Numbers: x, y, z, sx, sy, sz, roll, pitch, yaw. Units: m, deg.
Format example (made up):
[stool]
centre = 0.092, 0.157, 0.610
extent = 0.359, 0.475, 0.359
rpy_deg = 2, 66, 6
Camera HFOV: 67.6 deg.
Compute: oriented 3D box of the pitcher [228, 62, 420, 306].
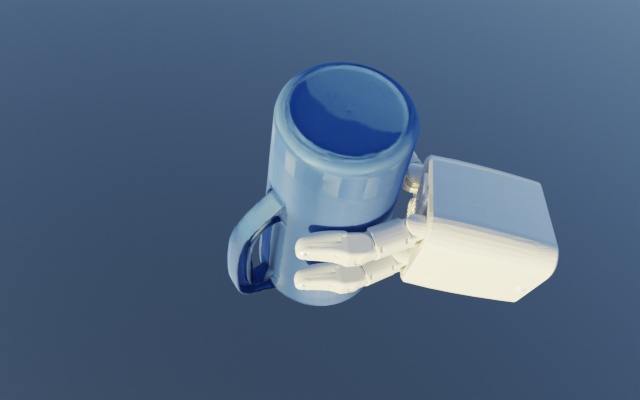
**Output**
[pitcher]
centre = 0.000, 0.001, 0.439
extent = 0.145, 0.149, 0.243
rpy_deg = 13, -32, 2
